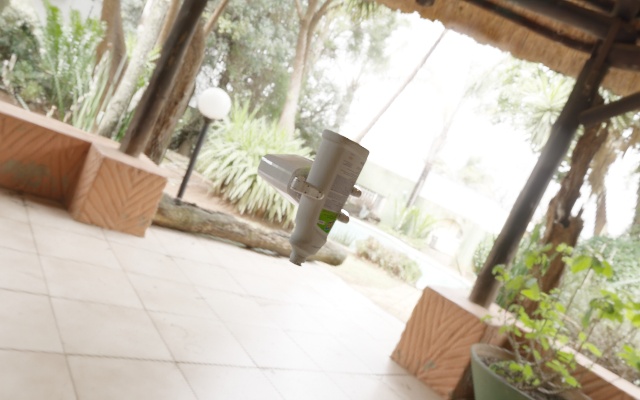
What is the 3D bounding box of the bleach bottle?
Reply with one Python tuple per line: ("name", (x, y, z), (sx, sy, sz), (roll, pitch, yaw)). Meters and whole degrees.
("bleach bottle", (0.000, 0.003, 0.880), (0.068, 0.251, 0.102), (28, 5, 40))
